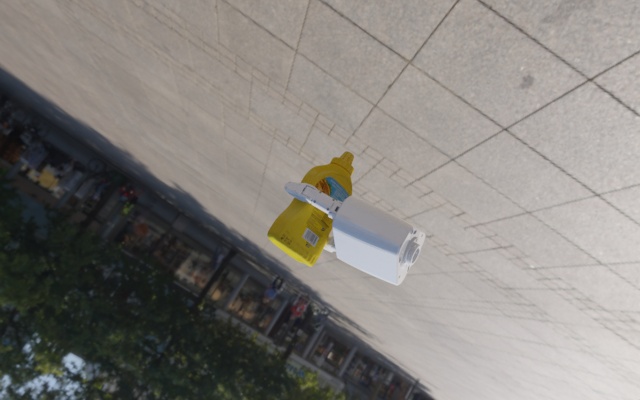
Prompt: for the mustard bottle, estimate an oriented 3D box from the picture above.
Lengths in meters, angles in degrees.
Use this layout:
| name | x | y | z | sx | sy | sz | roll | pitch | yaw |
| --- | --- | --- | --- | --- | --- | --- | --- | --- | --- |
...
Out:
| name | x | y | z | sx | sy | sz | roll | pitch | yaw |
| --- | --- | --- | --- | --- | --- | --- | --- | --- | --- |
| mustard bottle | 0.000 | 0.003 | 0.762 | 0.058 | 0.191 | 0.096 | 15 | -22 | 49 |
